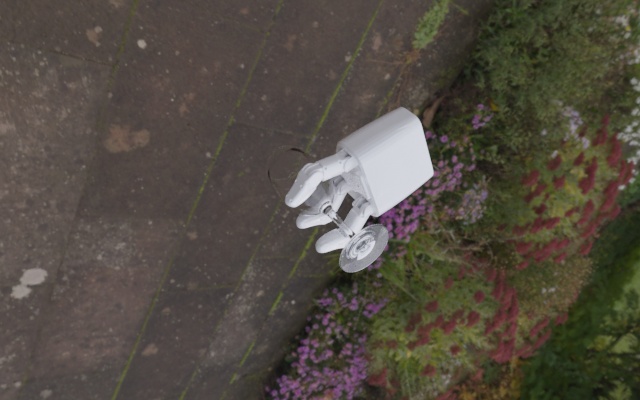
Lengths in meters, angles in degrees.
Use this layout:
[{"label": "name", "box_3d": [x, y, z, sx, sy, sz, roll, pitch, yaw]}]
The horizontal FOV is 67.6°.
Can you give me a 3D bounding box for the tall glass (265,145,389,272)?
[{"label": "tall glass", "box_3d": [0.000, 0.003, 0.639, 0.079, 0.079, 0.201, 0, 35, -42]}]
